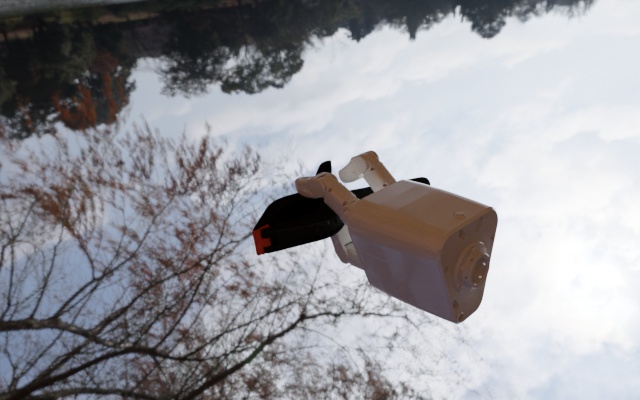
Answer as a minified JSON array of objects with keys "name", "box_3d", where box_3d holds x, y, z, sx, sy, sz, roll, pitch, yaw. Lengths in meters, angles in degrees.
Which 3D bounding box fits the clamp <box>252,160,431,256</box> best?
[{"name":"clamp","box_3d":[0.000,0.003,0.549,0.210,0.036,0.164,-25,28,-34]}]
